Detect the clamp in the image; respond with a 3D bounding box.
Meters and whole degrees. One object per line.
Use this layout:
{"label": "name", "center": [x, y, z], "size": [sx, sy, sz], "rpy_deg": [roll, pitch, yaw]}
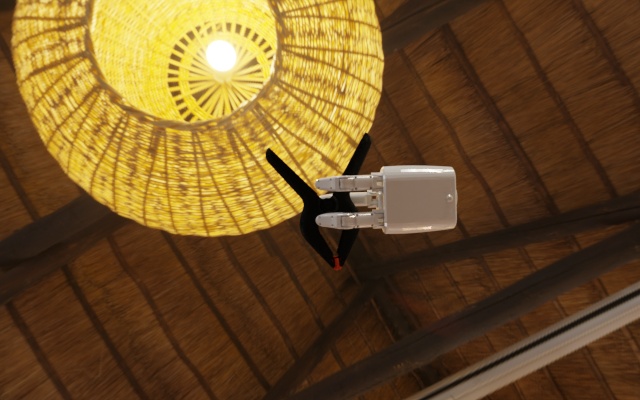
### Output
{"label": "clamp", "center": [0.000, 0.003, 0.741], "size": [0.164, 0.210, 0.036], "rpy_deg": [-2, 1, 0]}
